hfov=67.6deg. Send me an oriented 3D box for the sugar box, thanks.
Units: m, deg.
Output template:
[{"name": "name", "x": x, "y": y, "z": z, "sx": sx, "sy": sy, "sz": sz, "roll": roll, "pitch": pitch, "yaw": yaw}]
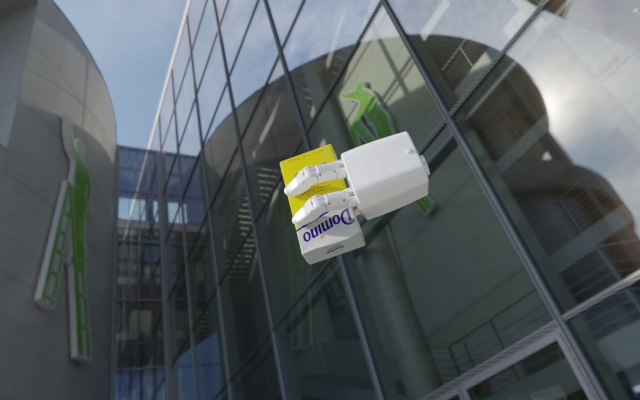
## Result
[{"name": "sugar box", "x": 0.000, "y": 0.002, "z": 0.744, "sx": 0.093, "sy": 0.176, "sz": 0.048, "roll": -20, "pitch": -35, "yaw": 5}]
